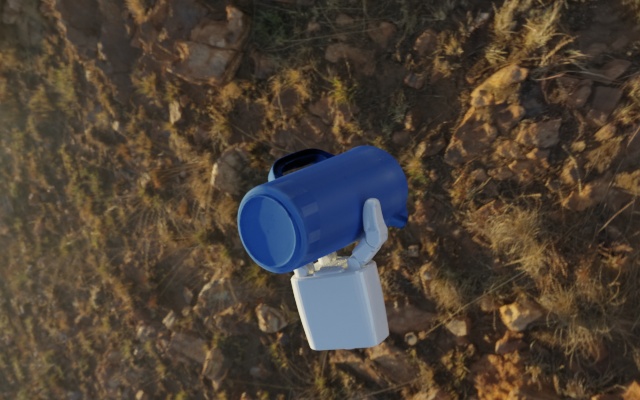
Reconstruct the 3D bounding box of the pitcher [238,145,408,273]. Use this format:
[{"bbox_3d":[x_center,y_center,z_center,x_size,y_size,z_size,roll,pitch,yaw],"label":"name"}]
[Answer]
[{"bbox_3d":[0.000,0.002,0.648,0.149,0.145,0.243,-6,9,38],"label":"pitcher"}]
